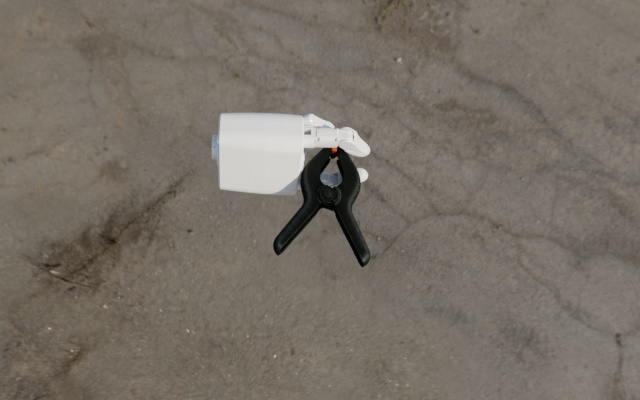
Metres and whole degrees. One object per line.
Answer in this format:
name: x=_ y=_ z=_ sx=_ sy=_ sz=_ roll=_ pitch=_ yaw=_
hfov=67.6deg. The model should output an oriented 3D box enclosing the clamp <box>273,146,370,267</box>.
clamp: x=0.000 y=0.002 z=0.615 sx=0.120 sy=0.171 sz=0.039 roll=2 pitch=-23 yaw=-9
